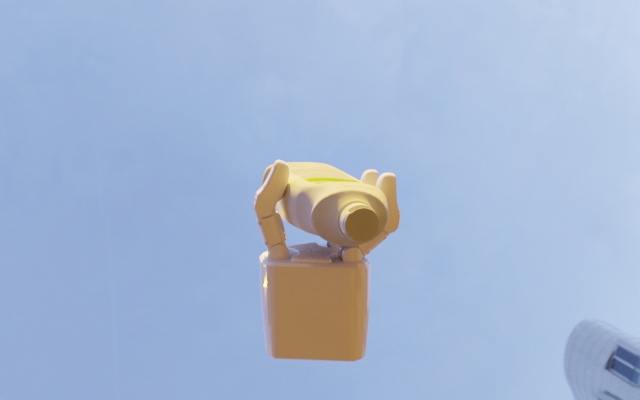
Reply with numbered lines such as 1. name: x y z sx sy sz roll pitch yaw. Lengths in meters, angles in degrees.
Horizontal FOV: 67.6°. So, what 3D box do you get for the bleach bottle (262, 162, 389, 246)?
1. bleach bottle: 0.000 0.002 0.497 0.102 0.068 0.251 -3 9 -11
